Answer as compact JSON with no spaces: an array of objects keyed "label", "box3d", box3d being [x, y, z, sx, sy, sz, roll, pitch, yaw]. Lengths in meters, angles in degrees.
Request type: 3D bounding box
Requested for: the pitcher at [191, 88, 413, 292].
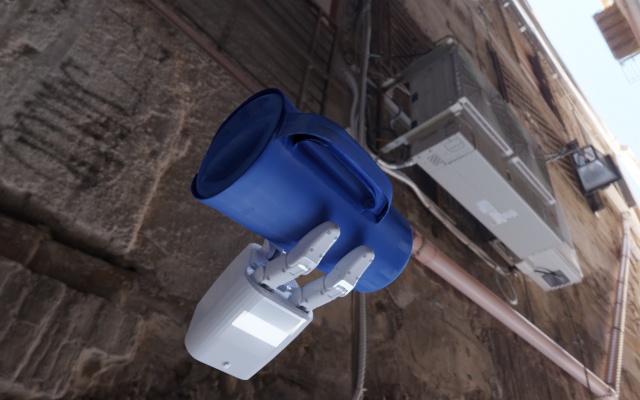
[{"label":"pitcher","box3d":[0.000,0.002,0.514,0.243,0.145,0.149,38,8,-32]}]
